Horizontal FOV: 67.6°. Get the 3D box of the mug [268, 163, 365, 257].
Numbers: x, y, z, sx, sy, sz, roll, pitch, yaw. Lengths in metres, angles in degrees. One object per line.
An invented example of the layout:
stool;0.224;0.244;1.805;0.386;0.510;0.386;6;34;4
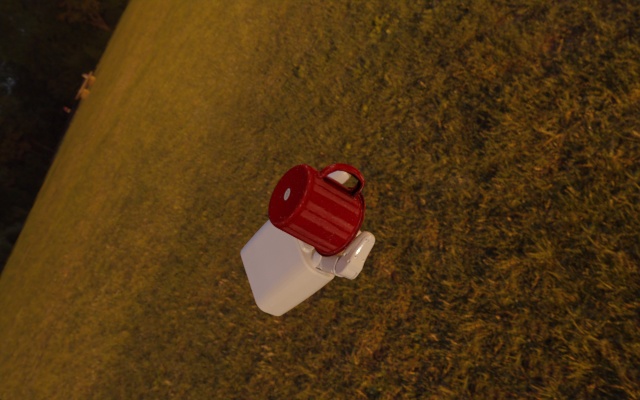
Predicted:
mug;0.001;0.001;0.560;0.081;0.093;0.117;30;-59;-32
